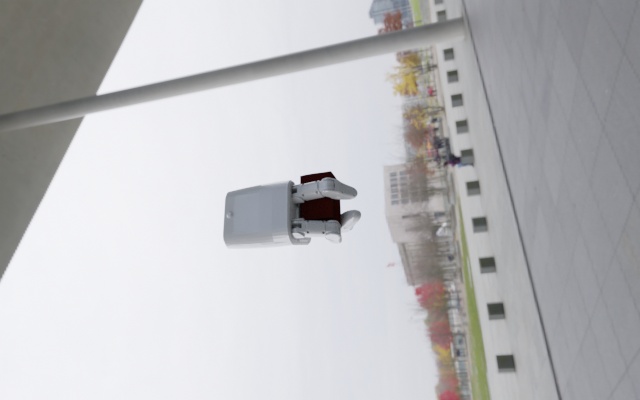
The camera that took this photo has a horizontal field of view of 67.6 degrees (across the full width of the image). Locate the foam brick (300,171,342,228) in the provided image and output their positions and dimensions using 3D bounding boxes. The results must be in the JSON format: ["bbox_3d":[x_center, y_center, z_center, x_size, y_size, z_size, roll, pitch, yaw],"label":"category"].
[{"bbox_3d":[0.000,0.002,0.726,0.051,0.078,0.053,-8,-24,15],"label":"foam brick"}]
